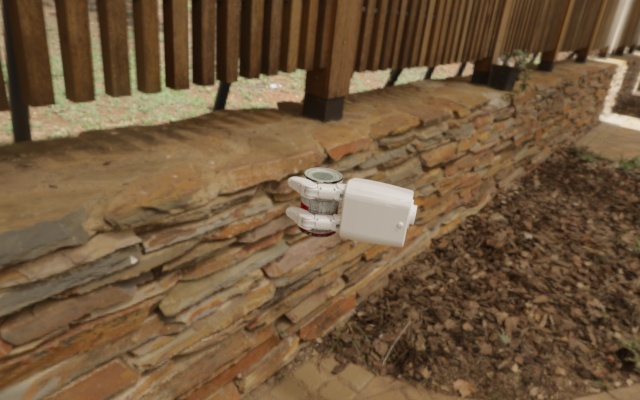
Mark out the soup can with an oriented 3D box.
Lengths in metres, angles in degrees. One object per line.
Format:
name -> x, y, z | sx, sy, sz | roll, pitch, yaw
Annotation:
soup can -> 0.000, 0.002, 0.814 | 0.068, 0.102, 0.068 | 5, 24, -2
